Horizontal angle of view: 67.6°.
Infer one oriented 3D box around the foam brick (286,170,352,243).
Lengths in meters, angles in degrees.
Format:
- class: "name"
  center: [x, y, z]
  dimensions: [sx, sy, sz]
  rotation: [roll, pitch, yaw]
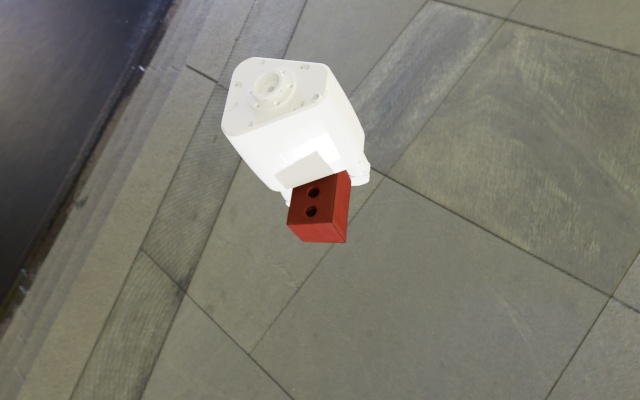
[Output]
- class: "foam brick"
  center: [0.000, 0.002, 0.522]
  dimensions: [0.053, 0.078, 0.051]
  rotation: [-3, -27, 19]
